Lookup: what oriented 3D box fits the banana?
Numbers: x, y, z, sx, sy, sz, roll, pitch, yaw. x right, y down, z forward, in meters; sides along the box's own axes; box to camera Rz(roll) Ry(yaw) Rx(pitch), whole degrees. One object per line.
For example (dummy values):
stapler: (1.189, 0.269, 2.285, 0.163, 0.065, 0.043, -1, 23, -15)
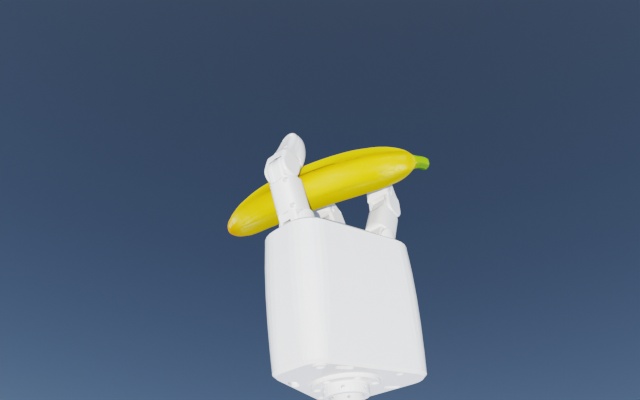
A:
banana: (-0.002, -0.007, 0.416, 0.198, 0.037, 0.070, -17, -26, 10)
